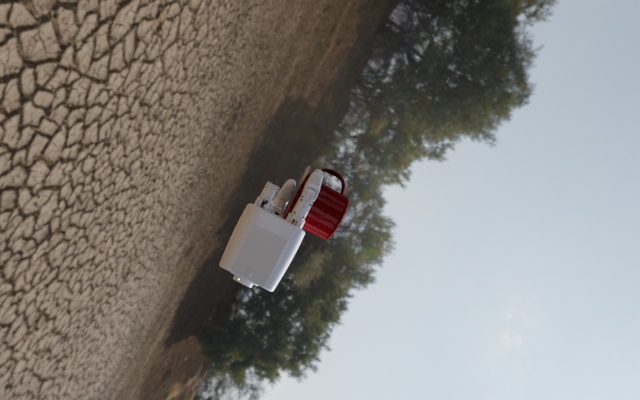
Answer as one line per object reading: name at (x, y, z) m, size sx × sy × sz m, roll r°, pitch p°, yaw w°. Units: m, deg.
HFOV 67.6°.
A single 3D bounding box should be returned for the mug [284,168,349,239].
mug at (0.001, 0.001, 0.805) m, size 0.081 × 0.117 × 0.093 m, roll 28°, pitch -9°, yaw -7°
